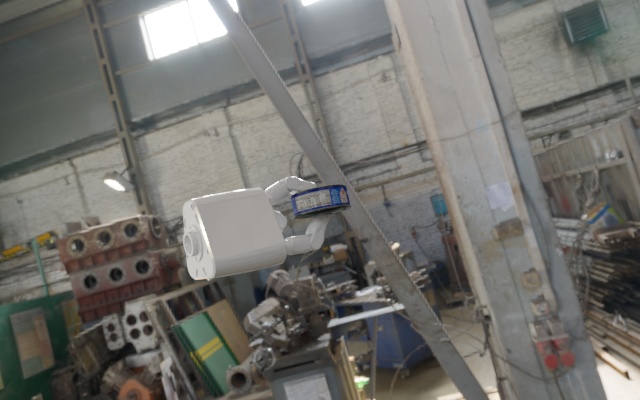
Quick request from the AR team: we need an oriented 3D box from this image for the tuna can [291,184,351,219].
[{"bbox_3d":[0.000,0.002,0.704,0.086,0.033,0.086,-11,-7,-1],"label":"tuna can"}]
